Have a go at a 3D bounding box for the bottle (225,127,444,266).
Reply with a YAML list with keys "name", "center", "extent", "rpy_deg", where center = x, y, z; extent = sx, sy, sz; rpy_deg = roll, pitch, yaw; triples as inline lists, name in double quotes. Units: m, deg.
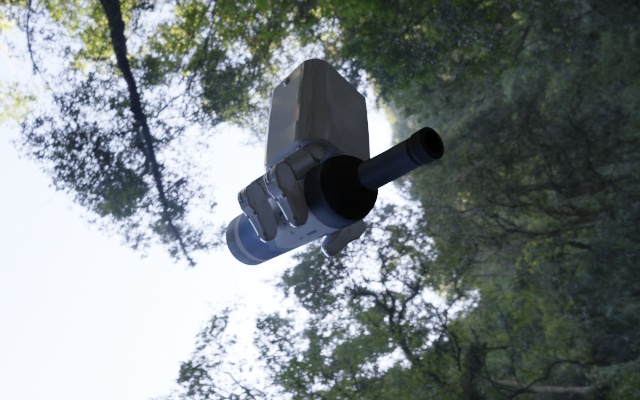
- name: "bottle"
  center: [0.000, 0.002, 0.479]
  extent: [0.069, 0.069, 0.296]
  rpy_deg: [0, -19, -39]
